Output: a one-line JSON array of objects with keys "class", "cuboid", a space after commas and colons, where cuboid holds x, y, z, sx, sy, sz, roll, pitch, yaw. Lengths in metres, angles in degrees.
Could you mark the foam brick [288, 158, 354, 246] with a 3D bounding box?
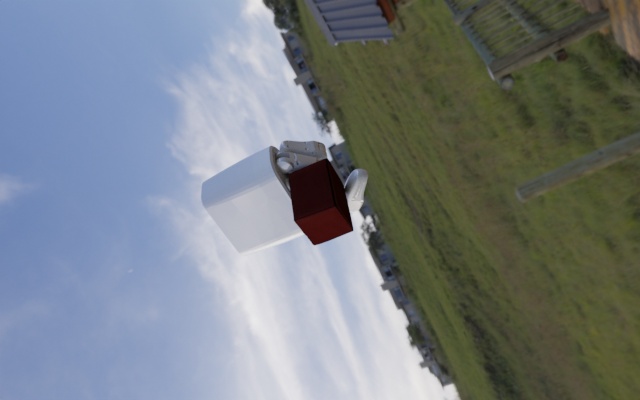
[{"class": "foam brick", "cuboid": [0.000, 0.002, 0.545, 0.051, 0.078, 0.053, -22, -45, 12]}]
